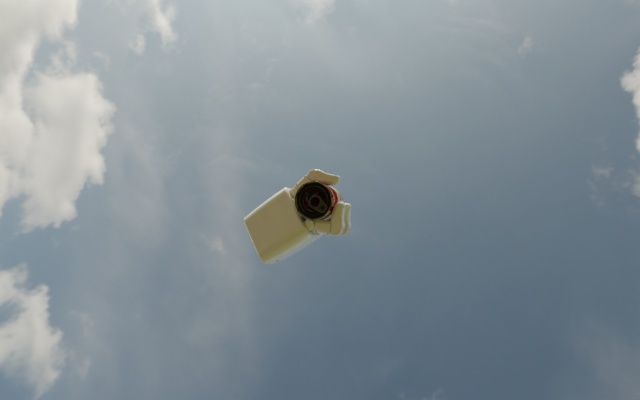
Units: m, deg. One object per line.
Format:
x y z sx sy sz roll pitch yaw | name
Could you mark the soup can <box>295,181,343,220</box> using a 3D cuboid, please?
0.001 0.003 0.885 0.068 0.068 0.102 0 -3 16 | soup can
